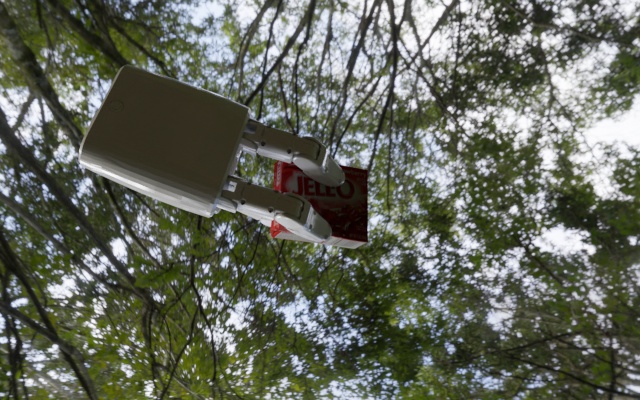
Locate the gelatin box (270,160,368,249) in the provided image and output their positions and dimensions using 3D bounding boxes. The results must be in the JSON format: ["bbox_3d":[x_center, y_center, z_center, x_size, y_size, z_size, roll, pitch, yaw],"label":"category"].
[{"bbox_3d":[0.000,0.002,0.442,0.089,0.073,0.030,10,-22,-22],"label":"gelatin box"}]
